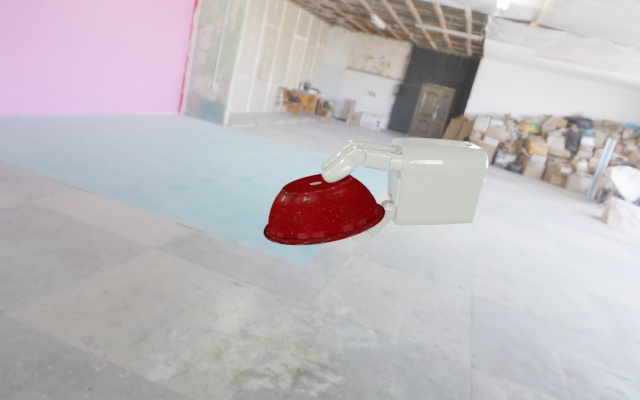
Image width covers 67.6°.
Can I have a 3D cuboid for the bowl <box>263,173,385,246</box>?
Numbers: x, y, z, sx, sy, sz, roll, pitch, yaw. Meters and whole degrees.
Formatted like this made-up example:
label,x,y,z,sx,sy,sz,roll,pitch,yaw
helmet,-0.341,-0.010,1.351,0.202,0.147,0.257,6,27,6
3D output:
label,x,y,z,sx,sy,sz,roll,pitch,yaw
bowl,-0.001,0.002,0.616,0.162,0.055,0.162,-10,16,3
